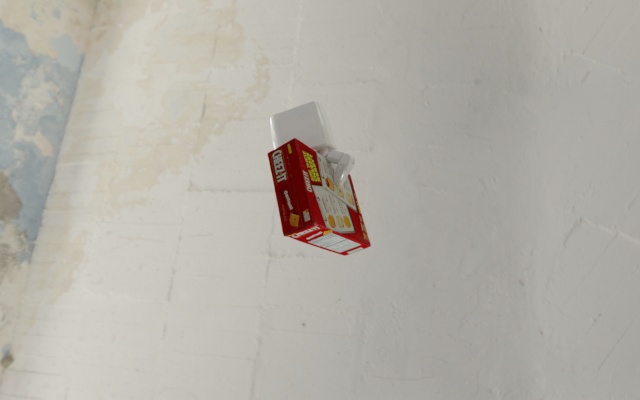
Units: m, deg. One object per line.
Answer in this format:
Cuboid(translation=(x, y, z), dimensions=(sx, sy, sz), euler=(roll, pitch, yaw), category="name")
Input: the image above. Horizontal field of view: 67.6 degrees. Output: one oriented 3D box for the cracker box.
Cuboid(translation=(0.000, 0.003, 0.878), dimensions=(0.072, 0.164, 0.214), euler=(-25, -26, 24), category="cracker box")
